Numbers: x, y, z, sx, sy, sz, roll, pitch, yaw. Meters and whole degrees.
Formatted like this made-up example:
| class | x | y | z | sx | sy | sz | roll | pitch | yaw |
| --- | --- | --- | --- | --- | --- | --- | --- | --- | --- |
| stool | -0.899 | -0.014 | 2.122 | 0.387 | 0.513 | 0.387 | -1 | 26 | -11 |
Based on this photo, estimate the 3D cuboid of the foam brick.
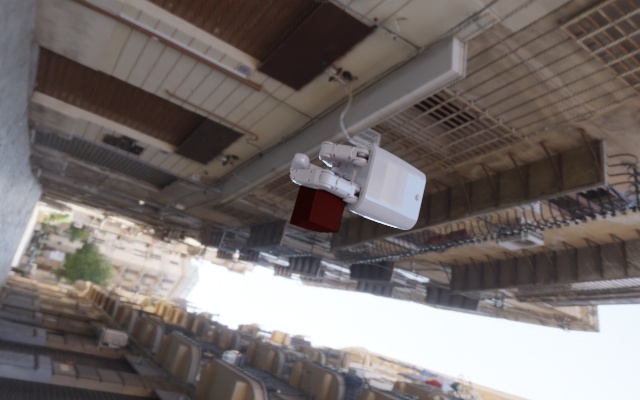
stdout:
| class | x | y | z | sx | sy | sz | roll | pitch | yaw |
| --- | --- | --- | --- | --- | --- | --- | --- | --- | --- |
| foam brick | 0.000 | 0.002 | 0.661 | 0.051 | 0.078 | 0.053 | 22 | -15 | -29 |
